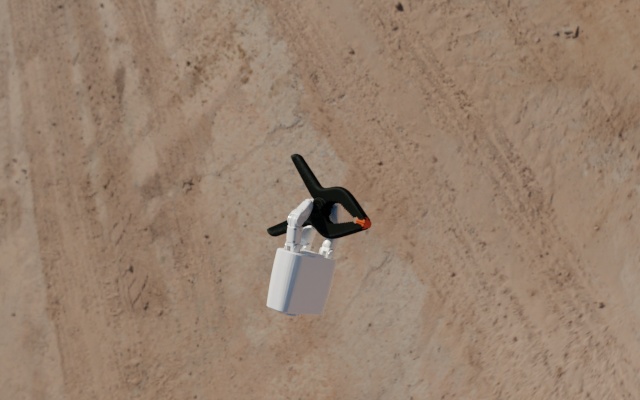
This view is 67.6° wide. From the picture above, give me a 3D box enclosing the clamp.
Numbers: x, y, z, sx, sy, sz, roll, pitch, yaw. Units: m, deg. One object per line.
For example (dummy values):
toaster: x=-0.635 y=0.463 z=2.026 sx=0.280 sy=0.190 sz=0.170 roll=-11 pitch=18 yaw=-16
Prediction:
clamp: x=0.000 y=0.003 z=0.869 sx=0.210 sy=0.164 sz=0.036 roll=11 pitch=-2 yaw=34
